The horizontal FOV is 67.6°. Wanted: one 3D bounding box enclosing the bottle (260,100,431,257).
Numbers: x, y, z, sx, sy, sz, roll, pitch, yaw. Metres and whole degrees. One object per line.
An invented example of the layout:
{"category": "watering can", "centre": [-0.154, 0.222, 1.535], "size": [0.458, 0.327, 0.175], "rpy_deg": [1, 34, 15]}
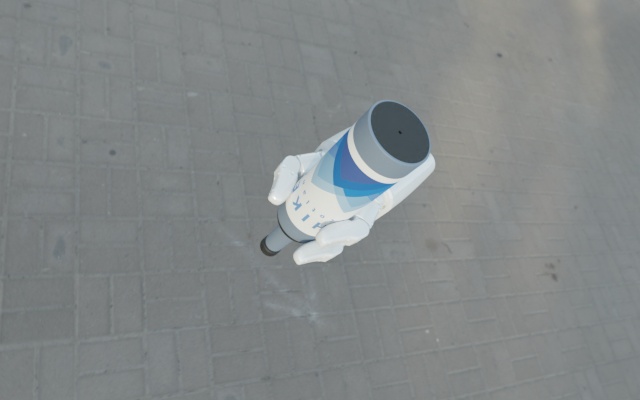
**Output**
{"category": "bottle", "centre": [0.000, 0.002, 0.524], "size": [0.069, 0.069, 0.296], "rpy_deg": [0, -24, -31]}
